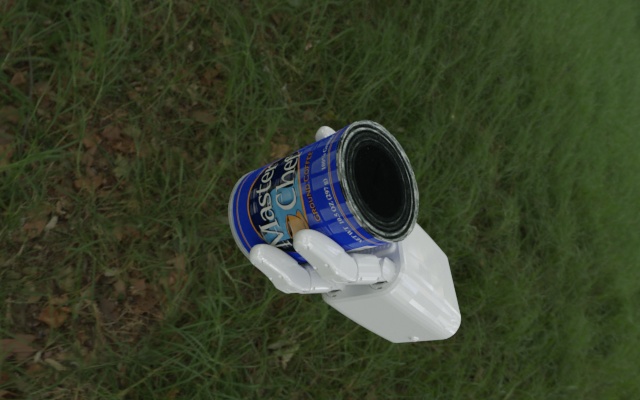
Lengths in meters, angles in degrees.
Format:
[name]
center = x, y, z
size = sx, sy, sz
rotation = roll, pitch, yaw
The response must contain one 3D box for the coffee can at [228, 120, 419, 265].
[coffee can]
center = 0.000, 0.001, 0.427
size = 0.140, 0.103, 0.103
rotation = -20, -13, 41
